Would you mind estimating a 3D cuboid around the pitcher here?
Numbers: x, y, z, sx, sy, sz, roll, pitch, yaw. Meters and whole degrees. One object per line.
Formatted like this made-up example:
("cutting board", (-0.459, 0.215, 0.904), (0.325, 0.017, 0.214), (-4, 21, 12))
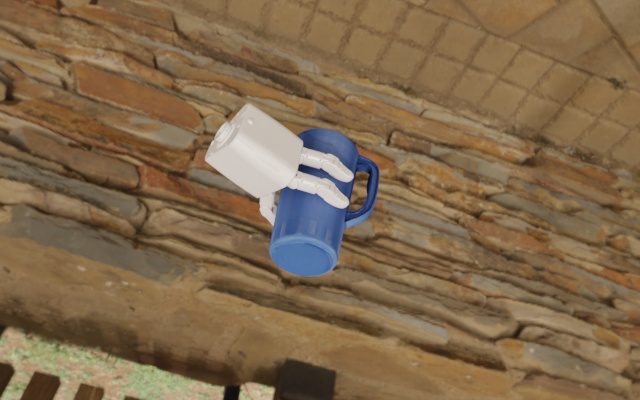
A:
("pitcher", (0.000, 0.003, 0.807), (0.149, 0.242, 0.145), (-29, -55, 37))
